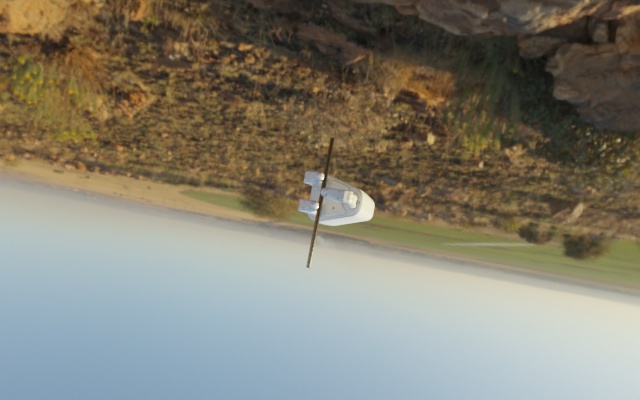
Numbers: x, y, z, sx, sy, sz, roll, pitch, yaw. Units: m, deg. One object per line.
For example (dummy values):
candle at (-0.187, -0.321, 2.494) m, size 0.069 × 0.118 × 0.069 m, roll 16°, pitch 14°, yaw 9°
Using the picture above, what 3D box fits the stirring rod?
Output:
stirring rod at (0.000, 0.003, 0.866) m, size 0.011 × 0.239 × 0.011 m, roll 11°, pitch -6°, yaw 1°
